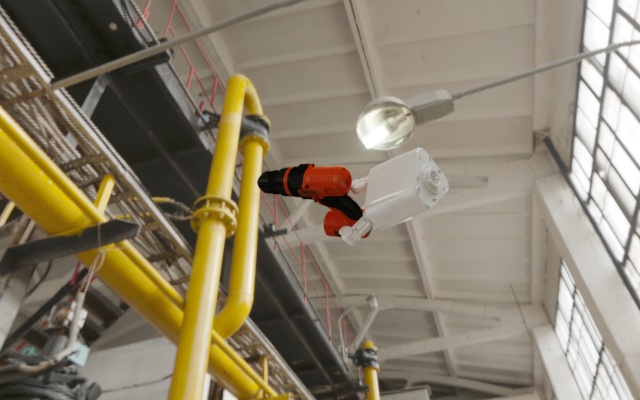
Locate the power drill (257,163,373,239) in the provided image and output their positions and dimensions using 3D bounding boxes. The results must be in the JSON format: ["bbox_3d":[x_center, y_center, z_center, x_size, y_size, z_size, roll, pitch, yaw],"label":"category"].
[{"bbox_3d":[0.001,0.003,0.852,0.184,0.057,0.188,2,-27,35],"label":"power drill"}]
